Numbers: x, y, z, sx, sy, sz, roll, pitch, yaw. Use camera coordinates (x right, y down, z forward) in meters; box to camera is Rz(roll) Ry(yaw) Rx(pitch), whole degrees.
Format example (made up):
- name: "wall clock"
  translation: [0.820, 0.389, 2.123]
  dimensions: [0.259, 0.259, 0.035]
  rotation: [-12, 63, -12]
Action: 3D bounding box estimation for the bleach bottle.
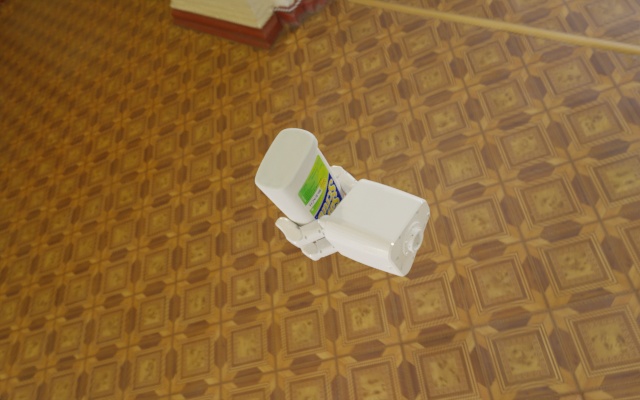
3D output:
- name: "bleach bottle"
  translation: [0.000, 0.002, 0.733]
  dimensions: [0.068, 0.102, 0.251]
  rotation: [17, -19, 34]
